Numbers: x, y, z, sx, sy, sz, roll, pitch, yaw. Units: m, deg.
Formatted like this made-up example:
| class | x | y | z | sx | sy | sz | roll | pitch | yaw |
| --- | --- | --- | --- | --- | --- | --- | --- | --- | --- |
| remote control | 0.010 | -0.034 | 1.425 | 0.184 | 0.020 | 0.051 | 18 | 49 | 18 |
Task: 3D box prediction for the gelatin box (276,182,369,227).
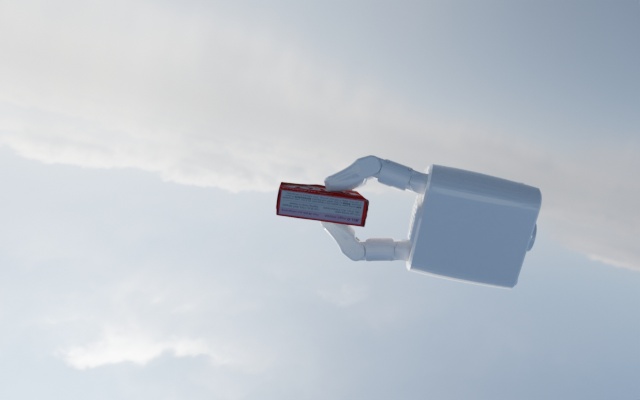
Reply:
| class | x | y | z | sx | sy | sz | roll | pitch | yaw |
| --- | --- | --- | --- | --- | --- | --- | --- | --- | --- |
| gelatin box | 0.000 | 0.002 | 0.489 | 0.089 | 0.030 | 0.073 | 7 | 7 | -4 |
